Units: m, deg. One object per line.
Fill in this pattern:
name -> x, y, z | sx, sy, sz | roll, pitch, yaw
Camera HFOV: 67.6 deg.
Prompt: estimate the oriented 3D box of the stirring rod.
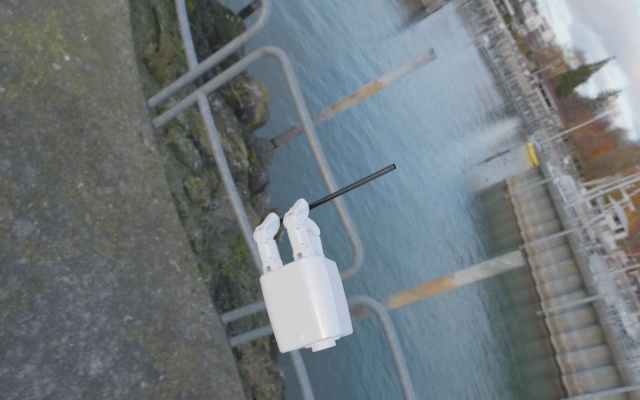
stirring rod -> 0.000, 0.002, 0.675 | 0.239, 0.011, 0.011 | -26, -13, 27
